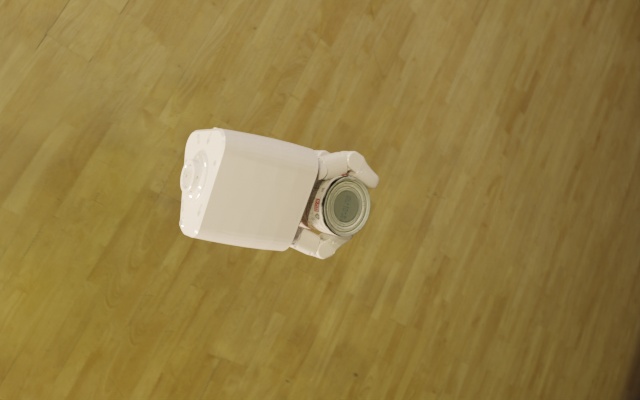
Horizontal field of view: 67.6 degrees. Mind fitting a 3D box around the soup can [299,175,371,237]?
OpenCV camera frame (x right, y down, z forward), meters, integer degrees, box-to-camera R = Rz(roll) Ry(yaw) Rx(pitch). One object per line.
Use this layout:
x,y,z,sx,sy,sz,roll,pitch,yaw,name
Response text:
0.001,0.002,0.551,0.068,0.068,0.102,0,5,-36,soup can
